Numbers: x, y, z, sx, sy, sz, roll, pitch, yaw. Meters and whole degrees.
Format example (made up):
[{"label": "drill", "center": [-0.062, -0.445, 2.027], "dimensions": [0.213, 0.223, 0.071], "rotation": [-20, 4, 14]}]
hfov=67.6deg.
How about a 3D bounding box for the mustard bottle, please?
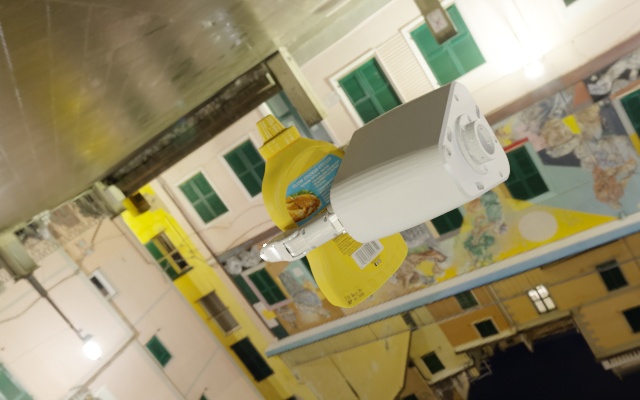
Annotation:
[{"label": "mustard bottle", "center": [0.000, 0.002, 0.460], "dimensions": [0.096, 0.191, 0.058], "rotation": [-39, 12, -24]}]
